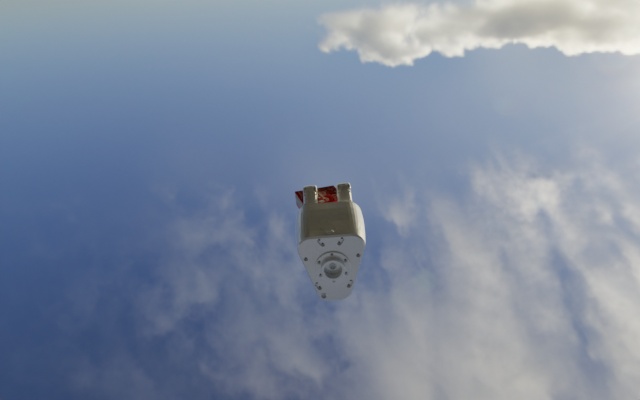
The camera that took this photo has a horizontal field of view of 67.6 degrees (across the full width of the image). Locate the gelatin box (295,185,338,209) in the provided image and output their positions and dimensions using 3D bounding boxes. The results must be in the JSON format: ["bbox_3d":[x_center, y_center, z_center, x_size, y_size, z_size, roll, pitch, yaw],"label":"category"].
[{"bbox_3d":[0.000,0.003,0.826,0.073,0.030,0.089,-10,19,-11],"label":"gelatin box"}]
